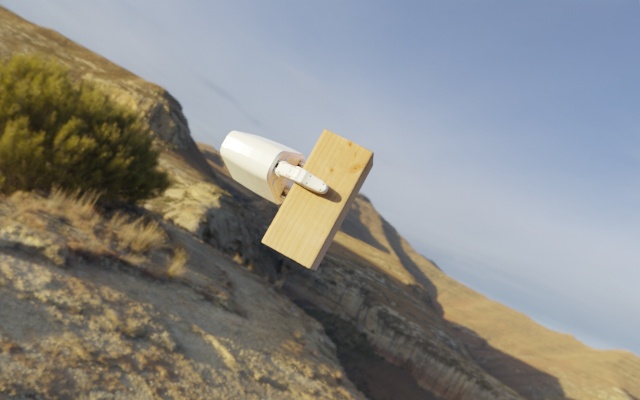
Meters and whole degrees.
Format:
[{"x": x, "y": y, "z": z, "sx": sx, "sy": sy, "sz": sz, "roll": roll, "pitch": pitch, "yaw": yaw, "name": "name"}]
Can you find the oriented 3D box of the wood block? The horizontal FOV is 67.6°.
[{"x": 0.000, "y": 0.002, "z": 0.781, "sx": 0.090, "sy": 0.206, "sz": 0.091, "roll": 28, "pitch": -6, "yaw": 10, "name": "wood block"}]
